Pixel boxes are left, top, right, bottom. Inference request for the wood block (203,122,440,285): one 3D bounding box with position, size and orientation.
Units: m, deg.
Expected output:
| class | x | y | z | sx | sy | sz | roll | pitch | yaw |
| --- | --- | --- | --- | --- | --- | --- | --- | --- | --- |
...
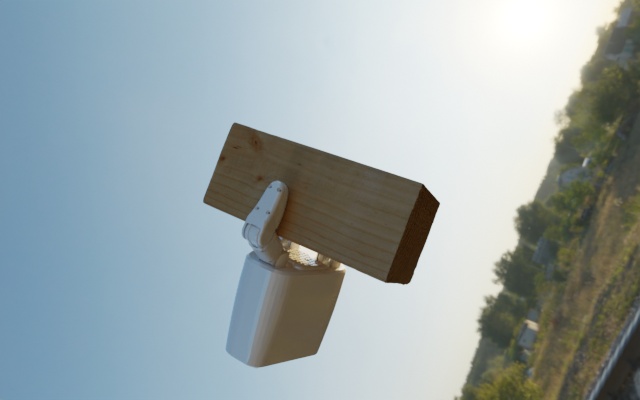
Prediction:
| class | x | y | z | sx | sy | sz | roll | pitch | yaw |
| --- | --- | --- | --- | --- | --- | --- | --- | --- | --- |
| wood block | 0.000 | 0.002 | 0.476 | 0.206 | 0.090 | 0.091 | 21 | -1 | 25 |
